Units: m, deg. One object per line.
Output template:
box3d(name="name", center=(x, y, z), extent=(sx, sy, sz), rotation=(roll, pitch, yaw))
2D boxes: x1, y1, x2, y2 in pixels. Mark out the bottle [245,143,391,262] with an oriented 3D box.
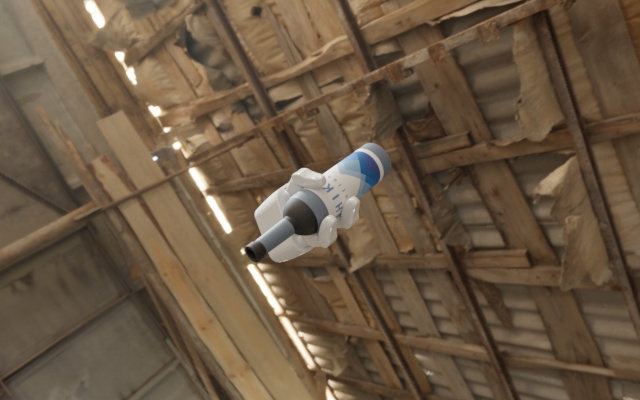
box3d(name="bottle", center=(0.000, 0.002, 0.746), extent=(0.069, 0.069, 0.295), rotation=(0, 30, 49))
